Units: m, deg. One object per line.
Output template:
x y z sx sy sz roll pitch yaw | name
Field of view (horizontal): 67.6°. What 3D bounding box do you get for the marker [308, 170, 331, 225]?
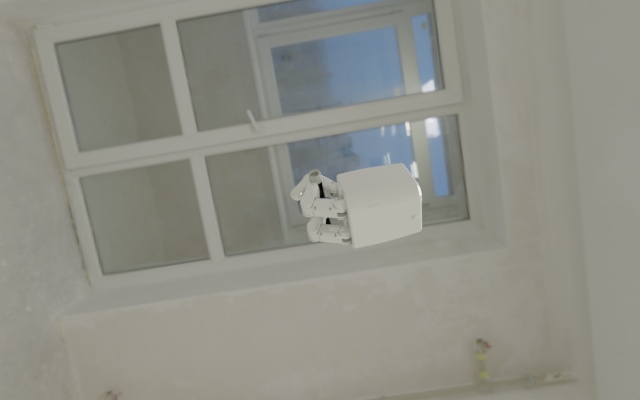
0.000 0.002 0.756 0.020 0.121 0.020 -7 43 6 | marker
